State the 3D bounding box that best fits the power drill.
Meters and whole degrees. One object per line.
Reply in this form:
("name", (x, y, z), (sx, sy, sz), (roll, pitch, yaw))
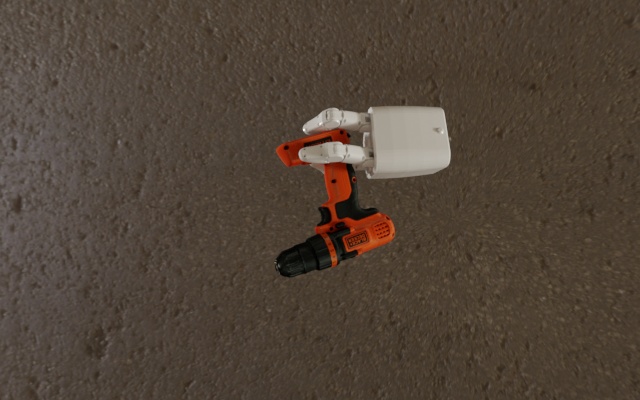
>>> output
("power drill", (0.000, 0.002, 0.688), (0.184, 0.187, 0.057), (-19, 3, -18))
